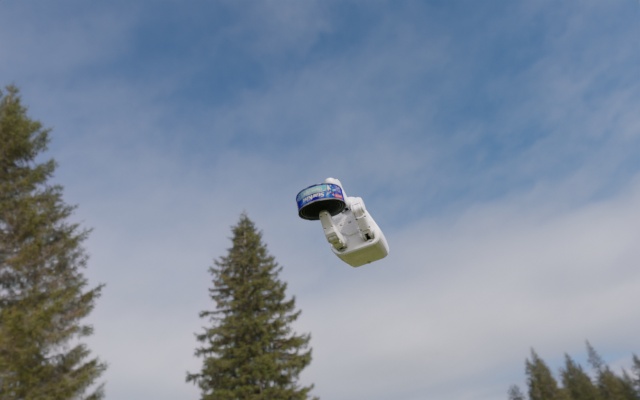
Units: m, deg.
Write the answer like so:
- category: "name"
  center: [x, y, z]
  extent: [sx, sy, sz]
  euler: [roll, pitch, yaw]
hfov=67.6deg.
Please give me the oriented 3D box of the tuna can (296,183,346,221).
- category: "tuna can"
  center: [0.000, 0.002, 0.843]
  extent: [0.086, 0.033, 0.086]
  euler: [-10, -24, -5]
